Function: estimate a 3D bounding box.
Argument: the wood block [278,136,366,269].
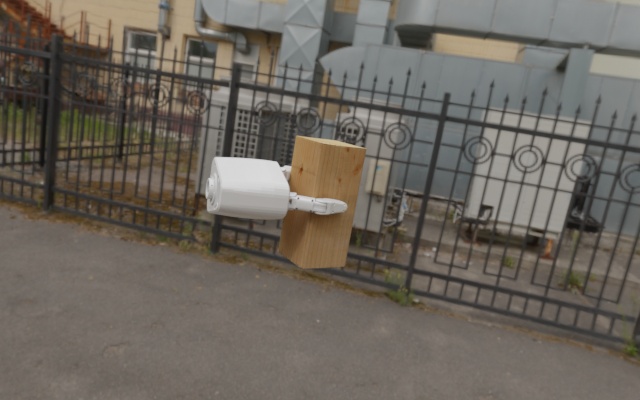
[{"bbox_3d":[0.000,0.003,0.811,0.090,0.206,0.091,2,13,-33],"label":"wood block"}]
